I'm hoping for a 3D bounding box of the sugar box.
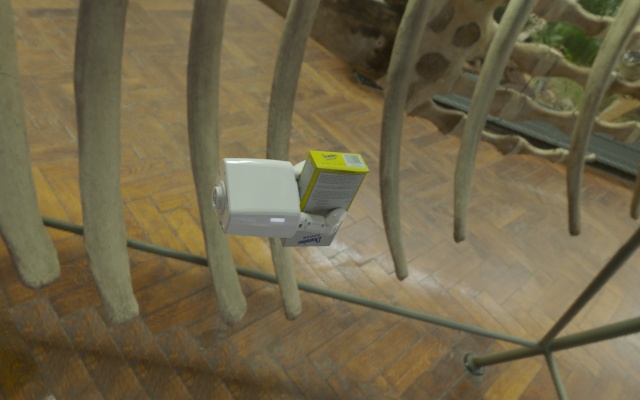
[{"bbox_3d":[0.000,0.002,0.768,0.093,0.048,0.176,2,-44,-27],"label":"sugar box"}]
